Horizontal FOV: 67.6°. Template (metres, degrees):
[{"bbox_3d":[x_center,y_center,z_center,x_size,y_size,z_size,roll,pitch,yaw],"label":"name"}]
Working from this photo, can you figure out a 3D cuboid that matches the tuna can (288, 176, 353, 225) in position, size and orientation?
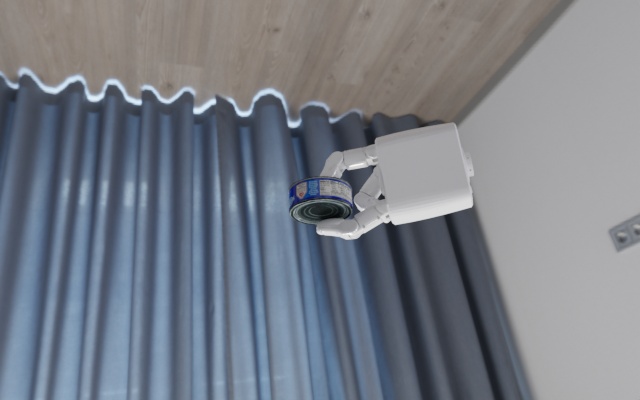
[{"bbox_3d":[0.000,0.003,0.633,0.086,0.033,0.086,-2,-25,-1],"label":"tuna can"}]
